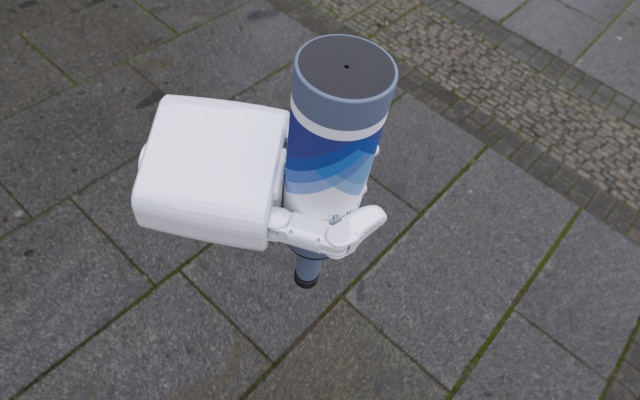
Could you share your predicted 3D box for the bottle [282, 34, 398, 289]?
[{"bbox_3d":[0.000,0.001,0.417,0.069,0.069,0.296,0,-36,-8],"label":"bottle"}]
